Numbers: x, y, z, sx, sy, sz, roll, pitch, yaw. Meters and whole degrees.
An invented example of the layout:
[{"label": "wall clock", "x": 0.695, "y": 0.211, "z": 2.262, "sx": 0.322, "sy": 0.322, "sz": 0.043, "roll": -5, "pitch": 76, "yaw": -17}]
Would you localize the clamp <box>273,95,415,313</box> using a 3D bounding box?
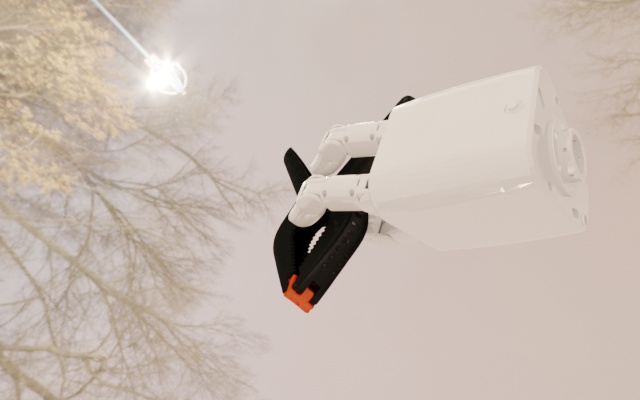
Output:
[{"label": "clamp", "x": 0.001, "y": 0.002, "z": 0.435, "sx": 0.164, "sy": 0.210, "sz": 0.036, "roll": -14, "pitch": -47, "yaw": 43}]
